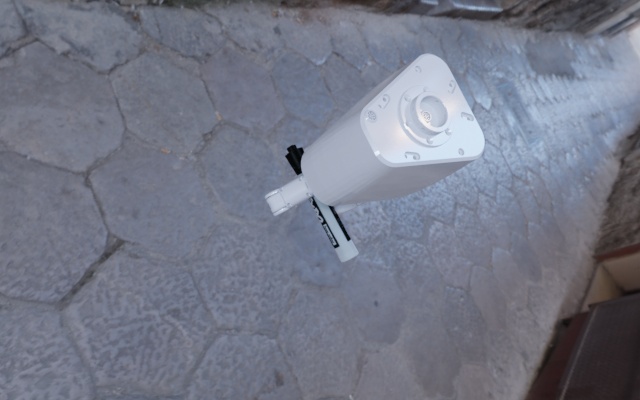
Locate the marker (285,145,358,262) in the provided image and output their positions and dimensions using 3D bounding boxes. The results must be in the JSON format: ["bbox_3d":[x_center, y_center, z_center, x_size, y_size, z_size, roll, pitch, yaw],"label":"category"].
[{"bbox_3d":[0.000,0.001,0.455,0.020,0.121,0.020,-28,-1,-1],"label":"marker"}]
